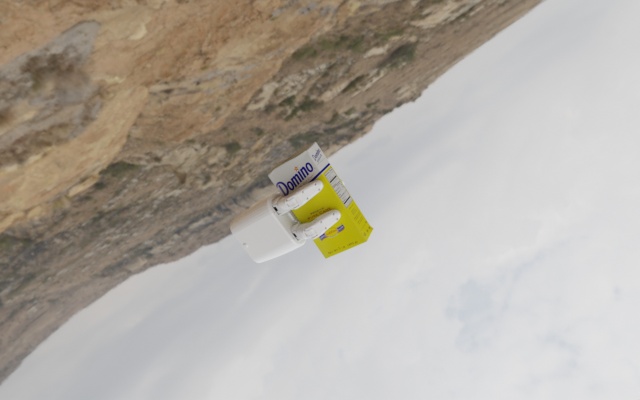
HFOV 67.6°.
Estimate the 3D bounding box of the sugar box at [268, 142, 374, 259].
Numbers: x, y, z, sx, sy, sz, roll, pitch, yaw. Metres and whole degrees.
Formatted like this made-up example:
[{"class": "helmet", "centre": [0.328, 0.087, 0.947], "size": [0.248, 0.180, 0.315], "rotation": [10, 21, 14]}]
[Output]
[{"class": "sugar box", "centre": [0.000, 0.003, 0.779], "size": [0.093, 0.176, 0.048], "rotation": [-28, 14, 34]}]
